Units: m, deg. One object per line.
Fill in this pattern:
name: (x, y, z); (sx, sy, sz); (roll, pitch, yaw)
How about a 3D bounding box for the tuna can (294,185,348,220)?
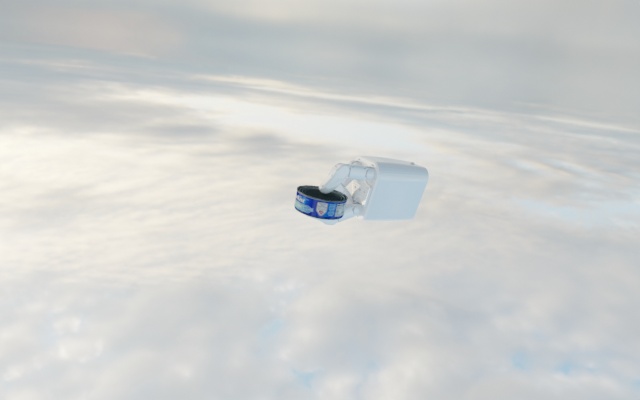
tuna can: (0.000, 0.003, 0.790); (0.086, 0.034, 0.086); (11, 15, -3)
